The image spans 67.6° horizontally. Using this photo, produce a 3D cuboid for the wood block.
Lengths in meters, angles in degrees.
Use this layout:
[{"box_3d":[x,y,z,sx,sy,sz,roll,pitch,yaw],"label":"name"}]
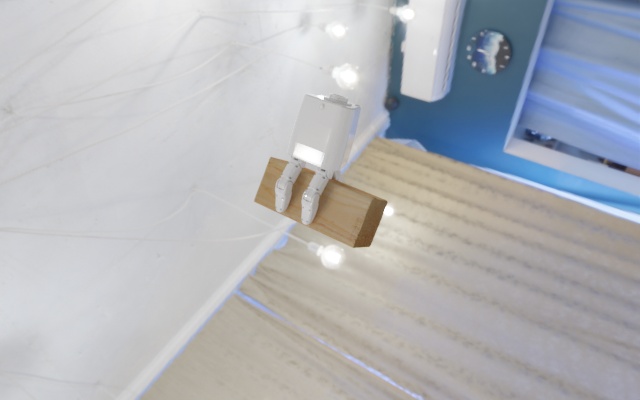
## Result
[{"box_3d":[0.000,0.002,0.846,0.206,0.090,0.091,24,7,24],"label":"wood block"}]
